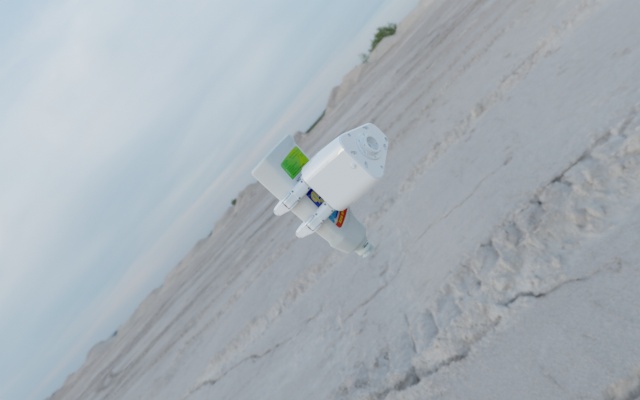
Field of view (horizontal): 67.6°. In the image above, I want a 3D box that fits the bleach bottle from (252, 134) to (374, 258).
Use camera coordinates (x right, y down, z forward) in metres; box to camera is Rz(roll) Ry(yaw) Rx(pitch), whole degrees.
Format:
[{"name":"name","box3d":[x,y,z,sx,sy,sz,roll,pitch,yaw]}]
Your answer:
[{"name":"bleach bottle","box3d":[0.000,0.003,0.852,0.068,0.251,0.102,-39,10,45]}]
